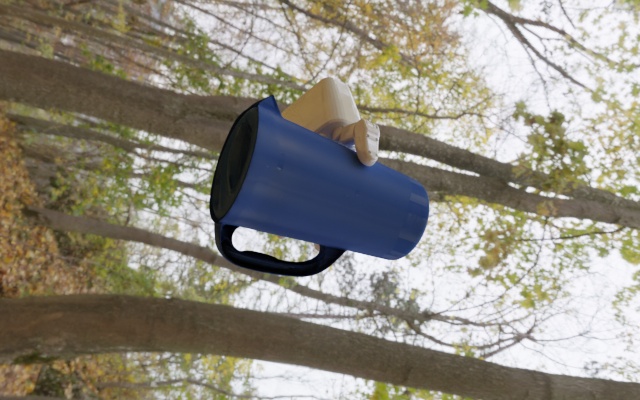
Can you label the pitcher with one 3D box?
[{"bbox_3d":[0.000,0.002,0.556,0.243,0.145,0.149,19,-50,-25],"label":"pitcher"}]
